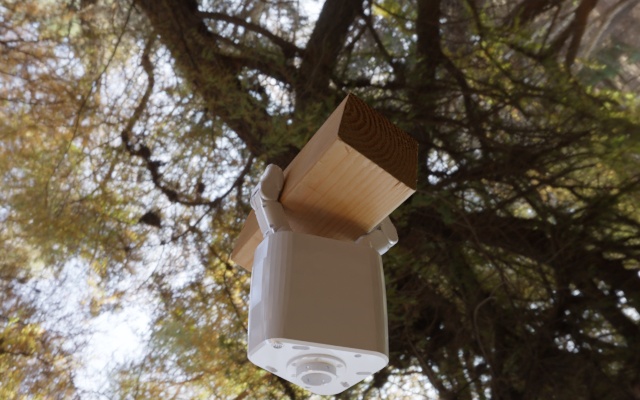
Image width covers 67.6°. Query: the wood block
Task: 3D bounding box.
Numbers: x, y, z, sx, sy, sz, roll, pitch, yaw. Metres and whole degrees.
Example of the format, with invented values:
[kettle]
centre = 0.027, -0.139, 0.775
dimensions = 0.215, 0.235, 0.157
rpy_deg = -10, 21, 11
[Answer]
[wood block]
centre = 0.000, 0.002, 0.507
dimensions = 0.091, 0.090, 0.206
rpy_deg = 34, -52, -14
